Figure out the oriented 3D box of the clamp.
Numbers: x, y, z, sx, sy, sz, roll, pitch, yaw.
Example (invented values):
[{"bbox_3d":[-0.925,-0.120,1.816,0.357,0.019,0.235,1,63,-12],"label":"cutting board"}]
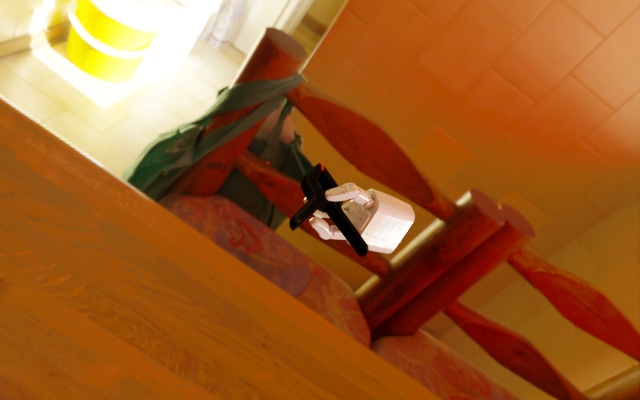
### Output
[{"bbox_3d":[0.001,0.002,0.889,0.164,0.209,0.036,19,-52,-34],"label":"clamp"}]
